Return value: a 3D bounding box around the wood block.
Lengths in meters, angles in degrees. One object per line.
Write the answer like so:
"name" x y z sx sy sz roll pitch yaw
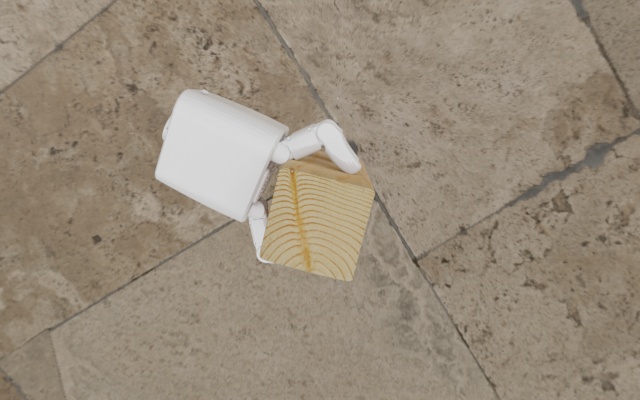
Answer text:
"wood block" 0.000 0.002 0.526 0.090 0.091 0.206 14 12 -1
